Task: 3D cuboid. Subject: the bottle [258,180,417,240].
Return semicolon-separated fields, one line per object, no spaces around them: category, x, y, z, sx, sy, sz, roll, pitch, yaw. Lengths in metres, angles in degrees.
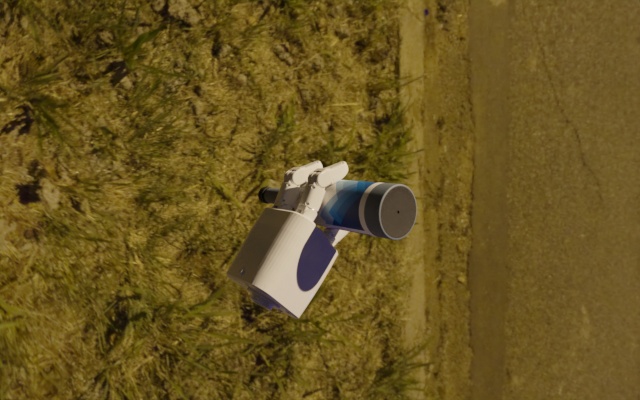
bottle;0.000;0.002;0.674;0.069;0.069;0.295;0;4;-39
